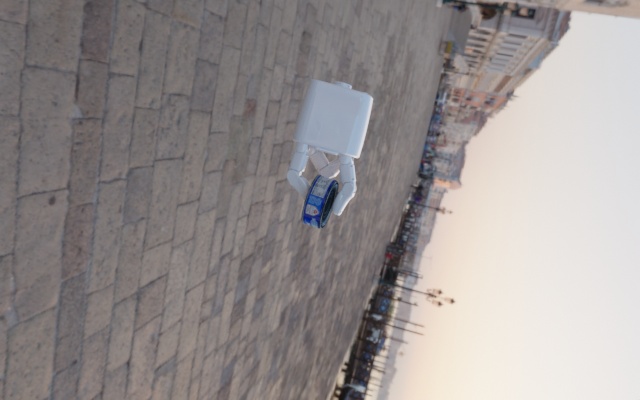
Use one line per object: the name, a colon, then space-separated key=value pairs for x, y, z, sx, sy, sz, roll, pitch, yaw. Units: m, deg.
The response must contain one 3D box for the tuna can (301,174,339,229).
tuna can: x=0.001 y=0.003 z=0.789 sx=0.034 sy=0.086 sz=0.086 roll=19 pitch=4 yaw=11
